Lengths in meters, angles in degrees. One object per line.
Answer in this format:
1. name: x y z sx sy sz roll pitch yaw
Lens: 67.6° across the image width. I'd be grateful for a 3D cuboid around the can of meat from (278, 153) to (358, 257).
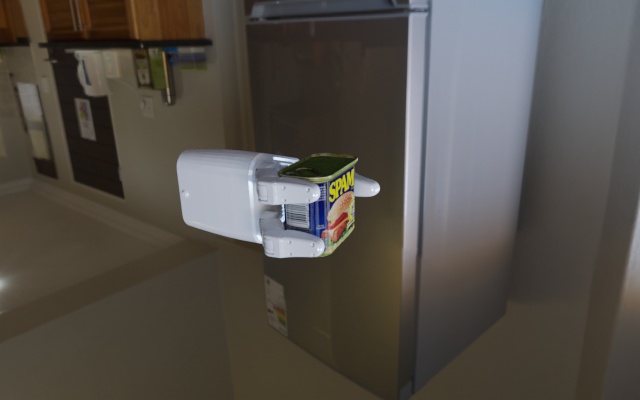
1. can of meat: 0.000 0.002 0.506 0.057 0.084 0.102 7 20 23
